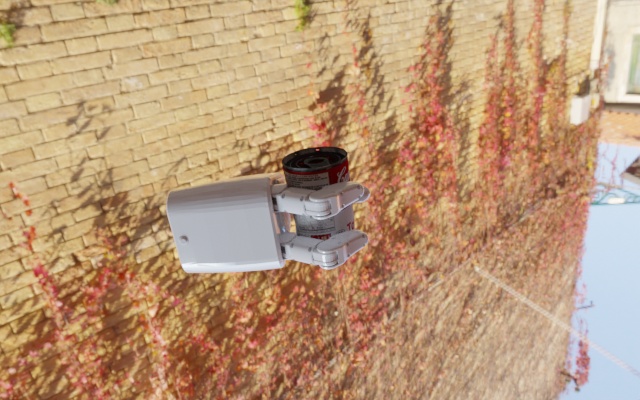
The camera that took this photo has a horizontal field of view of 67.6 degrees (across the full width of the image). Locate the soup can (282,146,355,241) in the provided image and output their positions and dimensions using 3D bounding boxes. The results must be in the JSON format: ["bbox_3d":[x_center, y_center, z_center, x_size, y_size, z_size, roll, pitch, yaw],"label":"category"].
[{"bbox_3d":[0.001,0.002,0.505,0.068,0.102,0.068,-7,23,3],"label":"soup can"}]
